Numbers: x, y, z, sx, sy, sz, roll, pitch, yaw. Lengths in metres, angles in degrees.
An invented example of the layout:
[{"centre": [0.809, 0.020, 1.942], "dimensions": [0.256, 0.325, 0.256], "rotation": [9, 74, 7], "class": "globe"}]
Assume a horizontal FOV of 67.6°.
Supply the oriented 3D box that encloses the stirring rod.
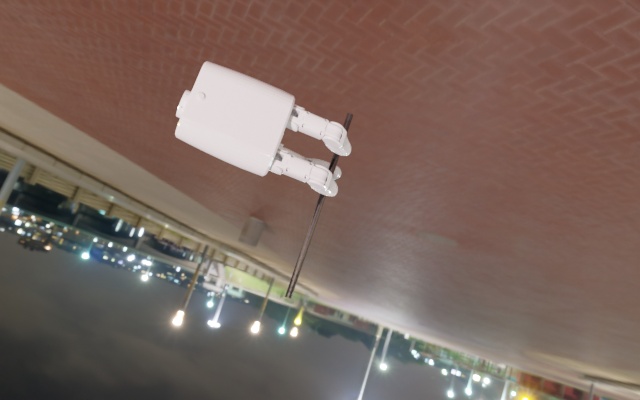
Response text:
[{"centre": [0.000, 0.002, 0.580], "dimensions": [0.011, 0.239, 0.011], "rotation": [18, -13, 4], "class": "stirring rod"}]
